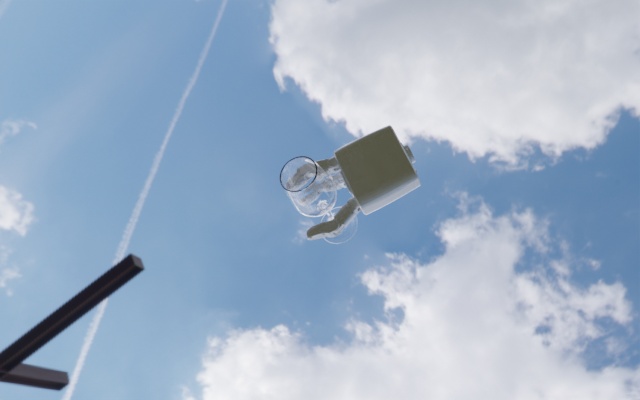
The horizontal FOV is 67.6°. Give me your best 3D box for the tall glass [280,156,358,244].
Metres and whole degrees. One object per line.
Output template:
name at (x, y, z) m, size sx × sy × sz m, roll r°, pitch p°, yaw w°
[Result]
tall glass at (0.000, 0.003, 0.799) m, size 0.079 × 0.079 × 0.201 m, roll 0°, pitch -25°, yaw 22°
